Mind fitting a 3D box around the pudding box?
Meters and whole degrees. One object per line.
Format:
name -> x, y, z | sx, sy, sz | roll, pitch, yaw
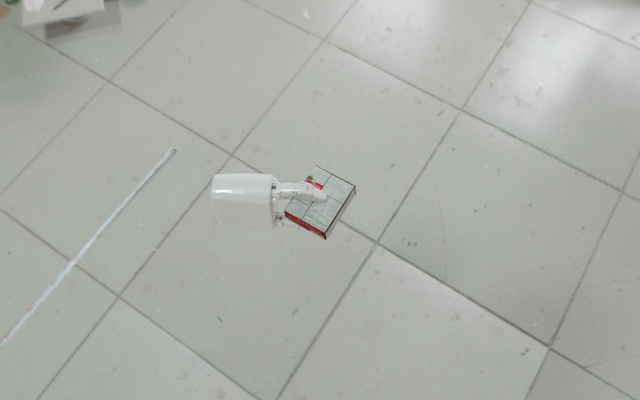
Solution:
pudding box -> 0.000, 0.003, 0.875 | 0.090, 0.113, 0.039 | 29, -17, 14
